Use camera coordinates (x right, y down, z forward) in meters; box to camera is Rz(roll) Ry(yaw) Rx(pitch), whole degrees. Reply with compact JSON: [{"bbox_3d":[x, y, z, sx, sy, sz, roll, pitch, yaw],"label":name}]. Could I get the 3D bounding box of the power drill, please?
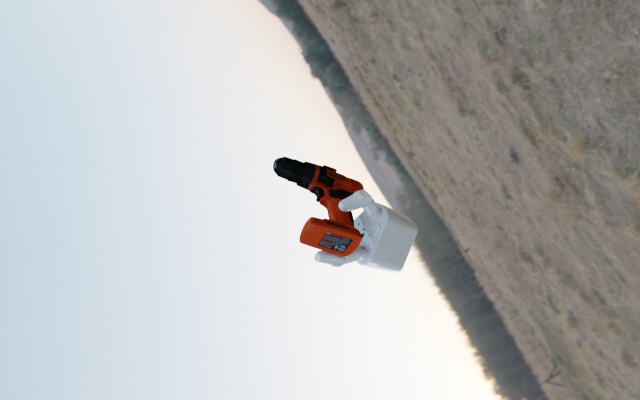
[{"bbox_3d":[0.000,0.003,0.856,0.184,0.057,0.187,17,39,-17],"label":"power drill"}]
